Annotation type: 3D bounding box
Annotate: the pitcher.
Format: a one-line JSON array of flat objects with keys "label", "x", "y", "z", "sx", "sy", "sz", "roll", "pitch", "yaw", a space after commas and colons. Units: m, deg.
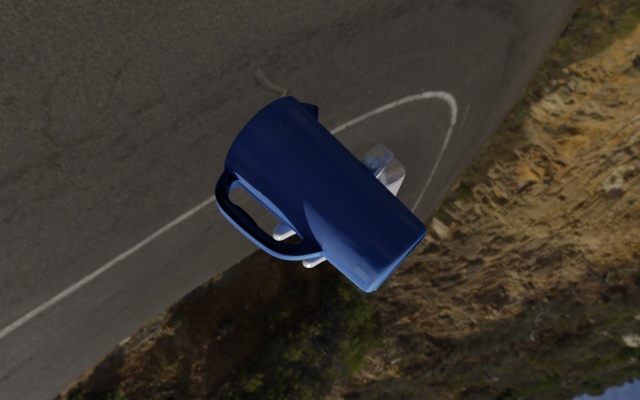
[{"label": "pitcher", "x": 0.000, "y": 0.002, "z": 0.590, "sx": 0.243, "sy": 0.149, "sz": 0.145, "roll": 43, "pitch": 24, "yaw": 12}]
